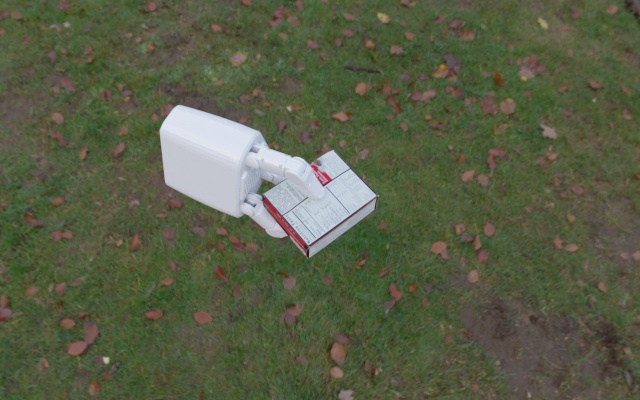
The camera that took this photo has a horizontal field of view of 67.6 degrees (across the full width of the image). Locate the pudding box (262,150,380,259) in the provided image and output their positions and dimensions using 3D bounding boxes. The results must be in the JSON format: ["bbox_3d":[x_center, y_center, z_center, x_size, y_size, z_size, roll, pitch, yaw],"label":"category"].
[{"bbox_3d":[0.000,0.002,0.577,0.113,0.090,0.039,-35,-21,-18],"label":"pudding box"}]
